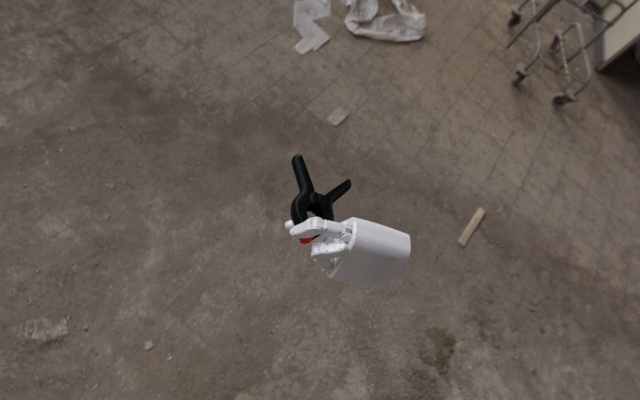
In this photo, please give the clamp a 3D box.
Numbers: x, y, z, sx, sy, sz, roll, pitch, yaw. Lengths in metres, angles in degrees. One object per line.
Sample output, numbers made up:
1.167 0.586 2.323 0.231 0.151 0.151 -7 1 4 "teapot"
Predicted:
0.000 0.003 0.835 0.120 0.171 0.039 15 -34 -16 "clamp"
